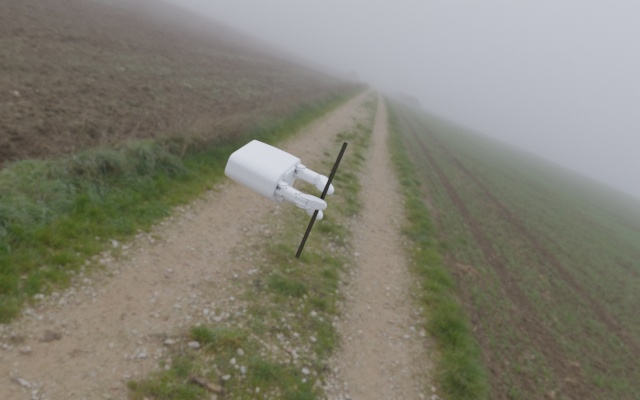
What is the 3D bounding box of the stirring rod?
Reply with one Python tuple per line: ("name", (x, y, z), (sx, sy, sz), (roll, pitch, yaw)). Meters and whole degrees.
("stirring rod", (0.000, 0.003, 0.891), (0.011, 0.239, 0.011), (21, 16, -6))
